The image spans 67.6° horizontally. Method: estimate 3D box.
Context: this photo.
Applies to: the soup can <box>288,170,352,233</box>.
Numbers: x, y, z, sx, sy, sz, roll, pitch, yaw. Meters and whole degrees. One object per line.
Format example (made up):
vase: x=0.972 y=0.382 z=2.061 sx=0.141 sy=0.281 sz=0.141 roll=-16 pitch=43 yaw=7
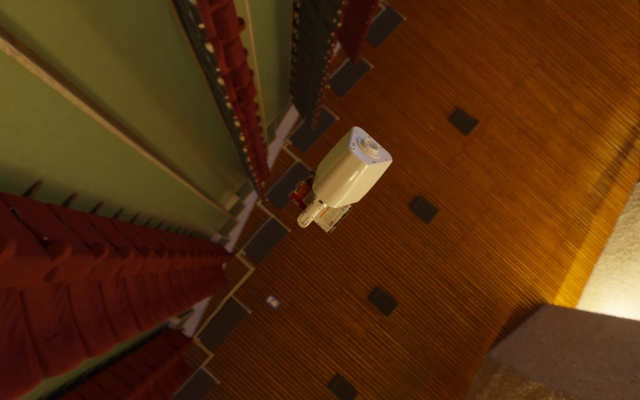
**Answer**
soup can: x=0.000 y=0.003 z=0.880 sx=0.102 sy=0.068 sz=0.068 roll=42 pitch=2 yaw=2
